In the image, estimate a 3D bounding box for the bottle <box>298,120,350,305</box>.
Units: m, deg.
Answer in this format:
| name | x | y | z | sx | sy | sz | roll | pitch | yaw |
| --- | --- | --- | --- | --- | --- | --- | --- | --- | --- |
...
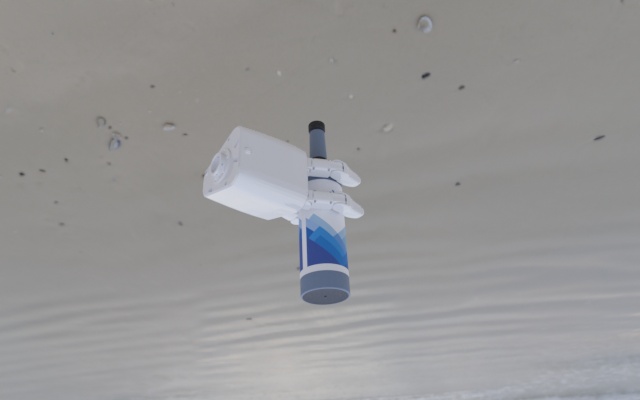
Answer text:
| name | x | y | z | sx | sy | sz | roll | pitch | yaw |
| --- | --- | --- | --- | --- | --- | --- | --- | --- | --- |
| bottle | 0.000 | 0.003 | 0.709 | 0.069 | 0.295 | 0.069 | -2 | -31 | -1 |
